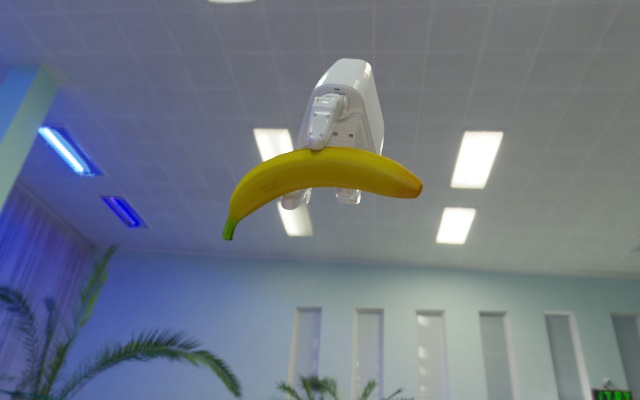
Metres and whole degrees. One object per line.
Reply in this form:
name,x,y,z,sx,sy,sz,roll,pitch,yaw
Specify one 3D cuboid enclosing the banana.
banana,-0.008,-0.016,0.444,0.198,0.069,0.037,-14,1,20
